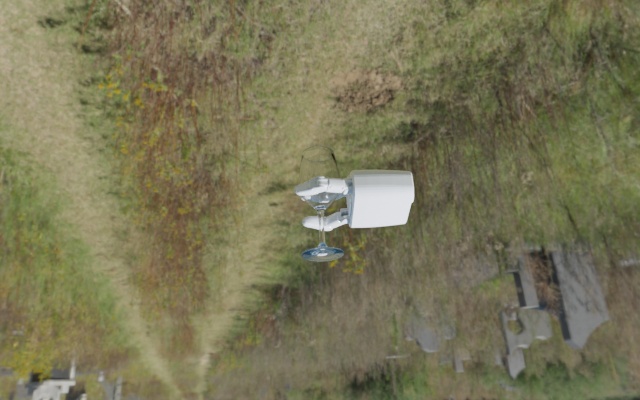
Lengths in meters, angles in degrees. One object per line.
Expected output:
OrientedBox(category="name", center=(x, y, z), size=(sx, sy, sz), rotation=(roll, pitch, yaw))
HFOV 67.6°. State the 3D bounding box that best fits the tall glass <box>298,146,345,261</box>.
OrientedBox(category="tall glass", center=(0.000, 0.003, 0.861), size=(0.079, 0.201, 0.079), rotation=(-3, -24, -1))
